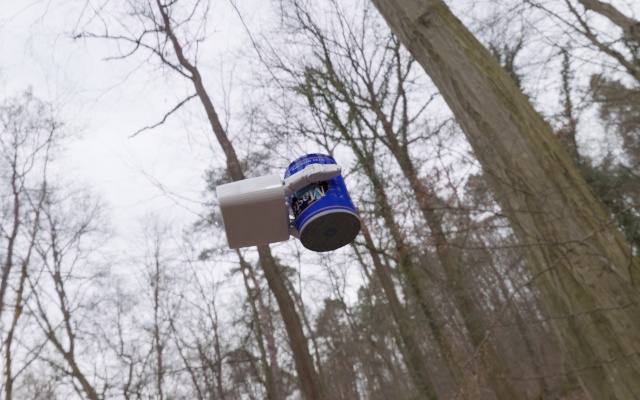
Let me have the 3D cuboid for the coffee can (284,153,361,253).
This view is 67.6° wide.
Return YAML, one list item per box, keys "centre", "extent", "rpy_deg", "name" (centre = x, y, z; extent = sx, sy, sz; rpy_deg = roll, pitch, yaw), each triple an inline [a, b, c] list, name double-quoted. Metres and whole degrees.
- centre: [0.000, 0.003, 0.817]
  extent: [0.103, 0.140, 0.103]
  rpy_deg: [-10, -41, -9]
  name: "coffee can"
